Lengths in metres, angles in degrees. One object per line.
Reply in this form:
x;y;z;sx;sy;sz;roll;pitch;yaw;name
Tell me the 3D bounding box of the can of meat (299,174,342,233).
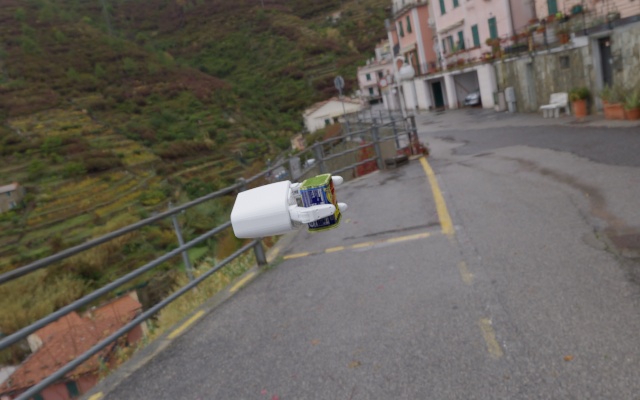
0.000;0.003;0.868;0.057;0.084;0.102;-11;12;10;can of meat
